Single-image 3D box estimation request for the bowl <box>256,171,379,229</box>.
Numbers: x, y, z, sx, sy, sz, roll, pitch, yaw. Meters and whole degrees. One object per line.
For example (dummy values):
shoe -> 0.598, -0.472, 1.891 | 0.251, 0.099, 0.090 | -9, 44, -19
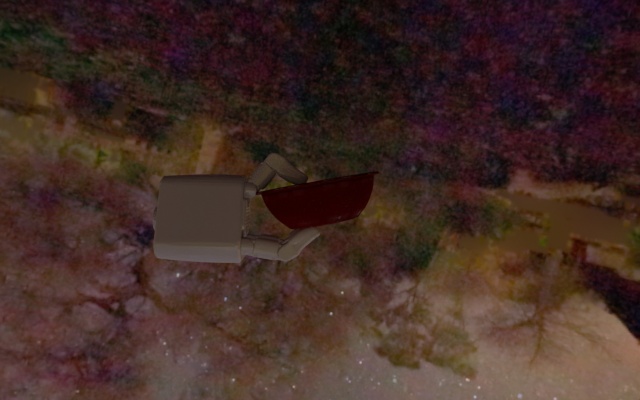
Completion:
bowl -> 0.001, 0.002, 0.619 | 0.162, 0.055, 0.162 | -10, 1, 0
